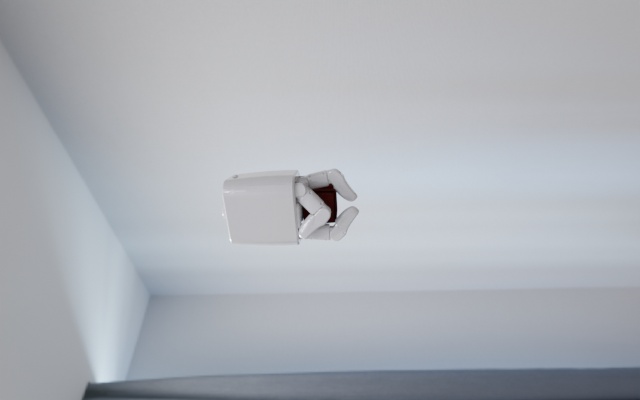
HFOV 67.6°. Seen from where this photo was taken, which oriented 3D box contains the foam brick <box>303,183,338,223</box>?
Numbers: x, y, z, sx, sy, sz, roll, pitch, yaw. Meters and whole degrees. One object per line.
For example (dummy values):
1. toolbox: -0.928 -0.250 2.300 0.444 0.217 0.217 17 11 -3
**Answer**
1. foam brick: 0.000 0.003 0.763 0.051 0.053 0.078 -3 11 4
